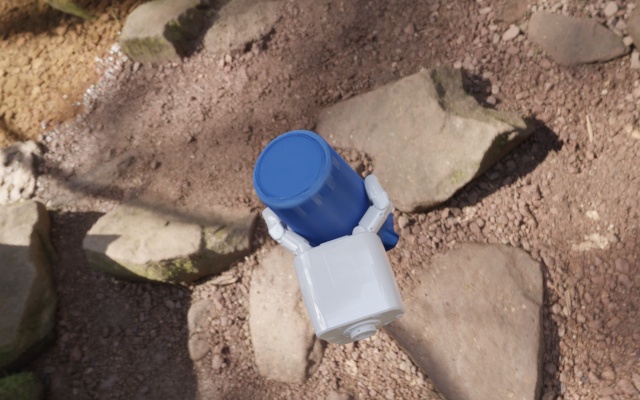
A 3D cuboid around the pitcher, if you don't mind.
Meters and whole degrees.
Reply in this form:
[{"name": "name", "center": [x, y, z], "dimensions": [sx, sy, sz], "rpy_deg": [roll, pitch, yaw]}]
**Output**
[{"name": "pitcher", "center": [0.000, 0.002, 0.679], "dimensions": [0.149, 0.145, 0.243], "rpy_deg": [-26, -32, 13]}]
